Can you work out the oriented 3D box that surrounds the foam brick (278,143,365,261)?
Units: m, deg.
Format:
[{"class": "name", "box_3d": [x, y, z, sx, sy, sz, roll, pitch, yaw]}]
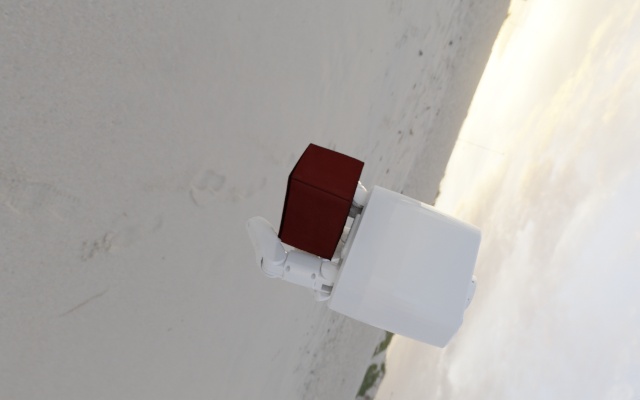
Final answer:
[{"class": "foam brick", "box_3d": [0.000, 0.001, 0.406, 0.051, 0.078, 0.053, 20, 44, 6]}]
